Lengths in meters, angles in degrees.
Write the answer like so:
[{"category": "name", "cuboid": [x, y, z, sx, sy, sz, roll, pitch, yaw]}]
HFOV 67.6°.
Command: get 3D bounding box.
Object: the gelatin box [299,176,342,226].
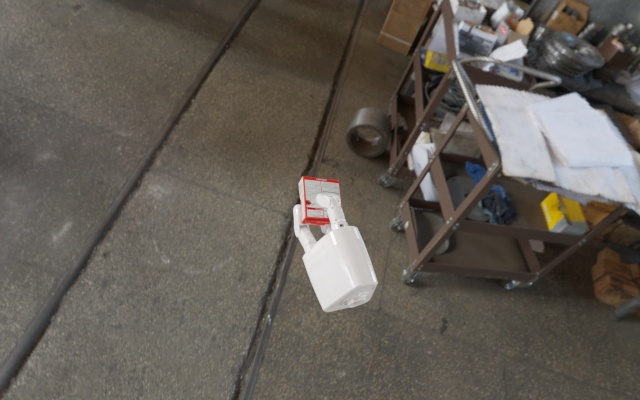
[{"category": "gelatin box", "cuboid": [0.000, 0.002, 0.880, 0.073, 0.089, 0.030, 5, -30, -19]}]
